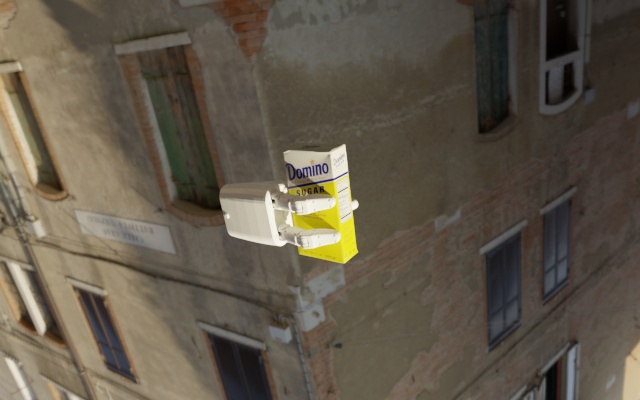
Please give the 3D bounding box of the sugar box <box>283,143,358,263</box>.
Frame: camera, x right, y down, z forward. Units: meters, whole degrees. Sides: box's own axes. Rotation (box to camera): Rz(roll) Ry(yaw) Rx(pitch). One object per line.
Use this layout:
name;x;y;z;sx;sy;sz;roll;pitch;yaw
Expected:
sugar box;0.000;0.003;0.727;0.093;0.176;0.048;6;26;36
